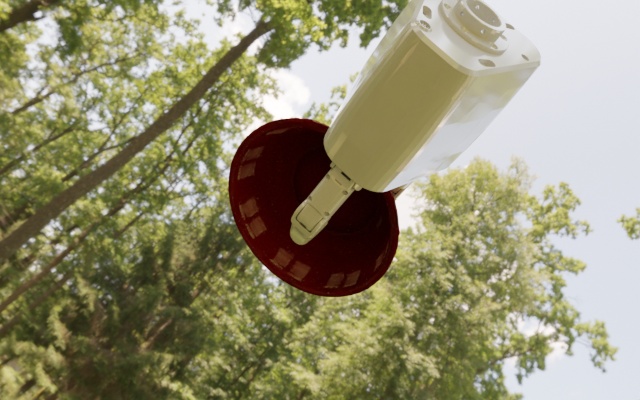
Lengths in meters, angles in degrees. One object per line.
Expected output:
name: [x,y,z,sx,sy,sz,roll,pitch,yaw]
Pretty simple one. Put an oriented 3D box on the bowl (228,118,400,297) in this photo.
bowl: [-0.001,0.002,0.417,0.162,0.162,0.055,0,22,30]
